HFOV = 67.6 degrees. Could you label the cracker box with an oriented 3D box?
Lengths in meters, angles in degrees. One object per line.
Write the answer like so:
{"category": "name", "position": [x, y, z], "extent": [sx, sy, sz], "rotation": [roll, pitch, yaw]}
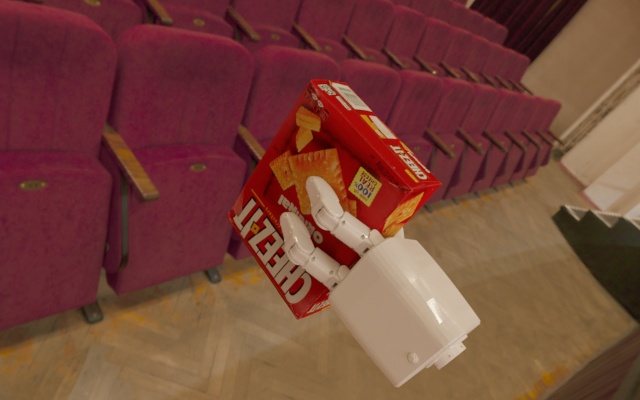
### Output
{"category": "cracker box", "position": [0.000, 0.002, 0.528], "extent": [0.072, 0.164, 0.214], "rotation": [-9, -37, -50]}
